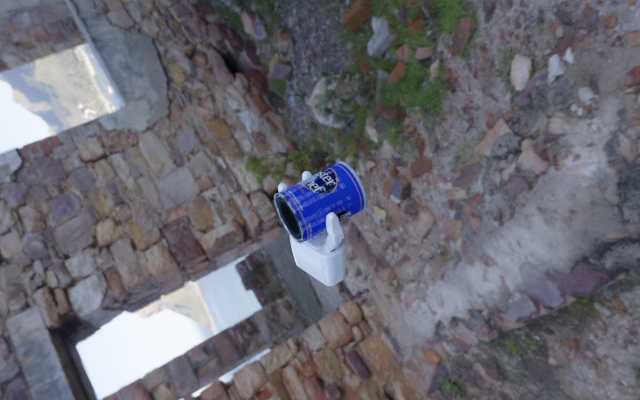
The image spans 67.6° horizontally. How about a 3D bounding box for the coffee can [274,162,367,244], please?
[{"bbox_3d":[0.000,0.003,0.881,0.140,0.103,0.103,-27,10,-20],"label":"coffee can"}]
